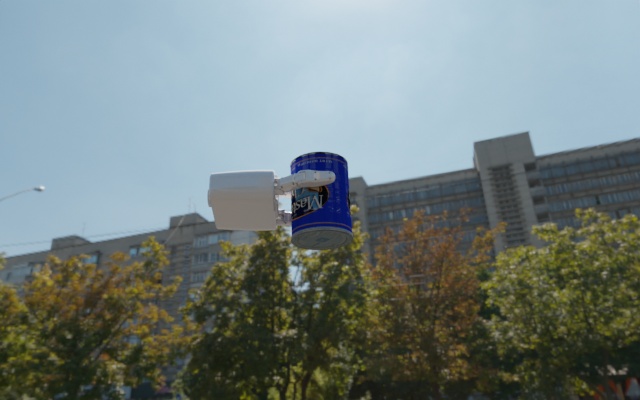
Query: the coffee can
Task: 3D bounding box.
[{"bbox_3d":[0.000,0.003,0.812,0.103,0.140,0.103,-2,-23,-1],"label":"coffee can"}]
